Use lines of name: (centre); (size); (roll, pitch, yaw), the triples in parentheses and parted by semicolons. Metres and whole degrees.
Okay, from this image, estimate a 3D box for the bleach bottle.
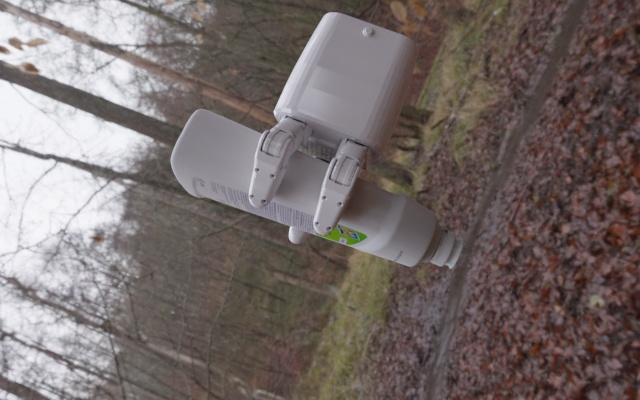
bleach bottle: (0.000, 0.001, 0.426); (0.251, 0.068, 0.102); (22, -15, 5)
